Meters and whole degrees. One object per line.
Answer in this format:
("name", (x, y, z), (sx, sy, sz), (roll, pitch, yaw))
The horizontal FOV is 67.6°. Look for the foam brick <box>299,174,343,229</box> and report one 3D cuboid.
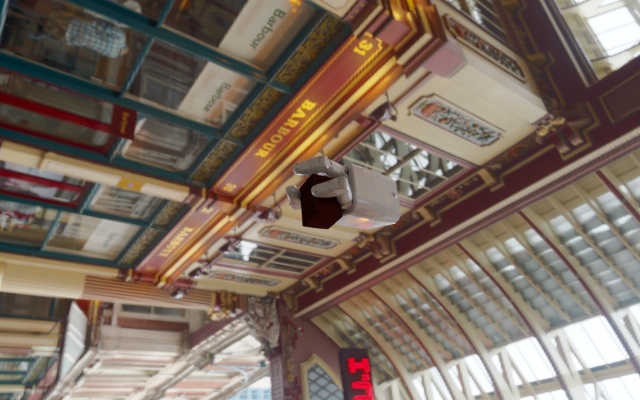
("foam brick", (0.000, 0.003, 0.810), (0.051, 0.078, 0.053), (12, -34, -28))
